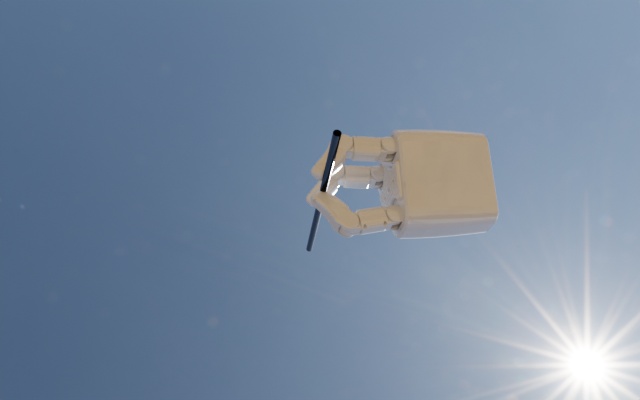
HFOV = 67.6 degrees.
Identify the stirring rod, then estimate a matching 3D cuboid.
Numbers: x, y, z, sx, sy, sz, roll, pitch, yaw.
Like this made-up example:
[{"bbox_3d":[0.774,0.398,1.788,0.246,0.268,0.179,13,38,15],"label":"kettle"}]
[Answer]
[{"bbox_3d":[0.000,0.002,0.529,0.011,0.011,0.240,0,-31,-8],"label":"stirring rod"}]
